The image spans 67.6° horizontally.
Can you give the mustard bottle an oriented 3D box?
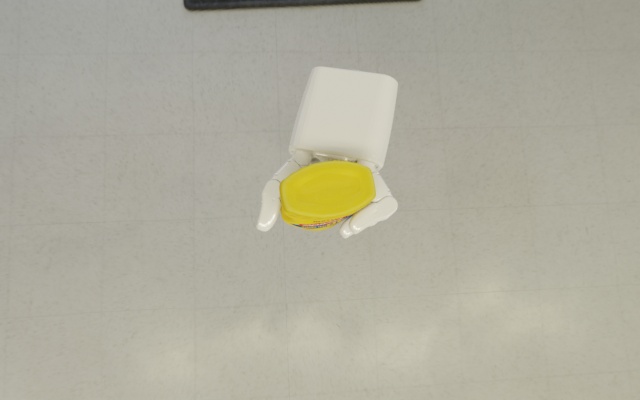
[{"bbox_3d":[0.000,0.002,0.561,0.096,0.058,0.191,-11,-7,-7],"label":"mustard bottle"}]
